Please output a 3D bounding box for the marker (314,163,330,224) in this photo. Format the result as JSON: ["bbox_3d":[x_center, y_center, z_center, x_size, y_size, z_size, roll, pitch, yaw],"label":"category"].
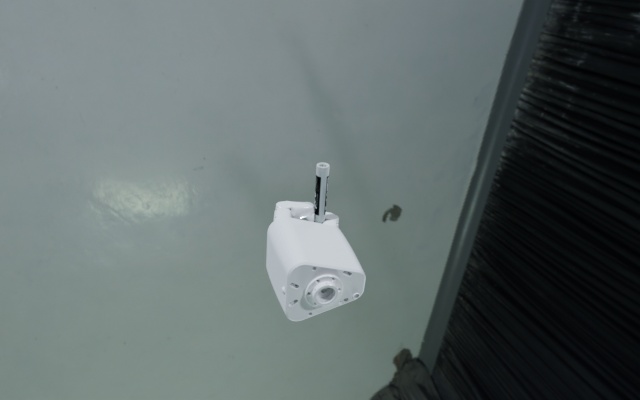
[{"bbox_3d":[0.000,0.002,0.711,0.020,0.121,0.020,3,28,-2],"label":"marker"}]
